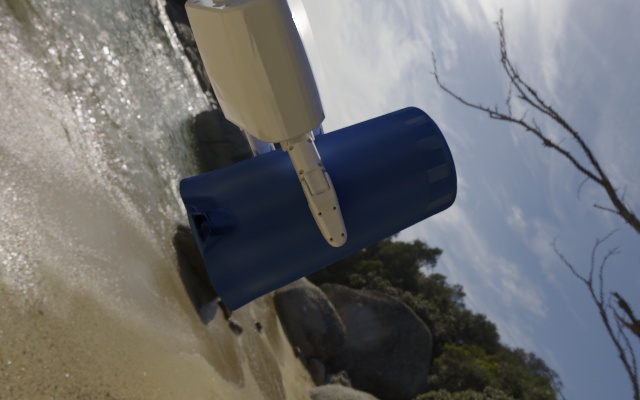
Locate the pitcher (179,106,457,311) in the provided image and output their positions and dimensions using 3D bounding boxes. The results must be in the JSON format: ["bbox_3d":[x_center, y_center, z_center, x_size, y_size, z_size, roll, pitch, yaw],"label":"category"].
[{"bbox_3d":[0.000,0.001,0.472,0.243,0.145,0.149,-21,32,-4],"label":"pitcher"}]
